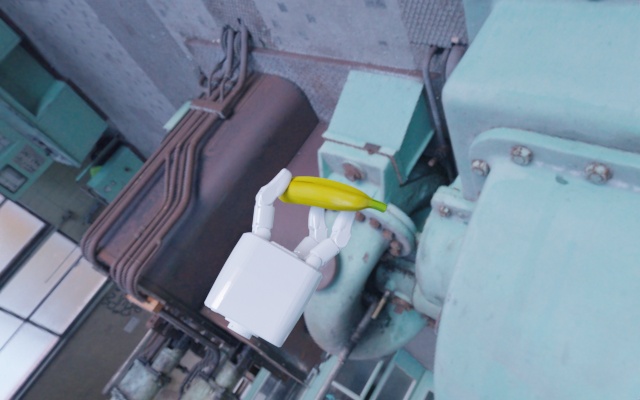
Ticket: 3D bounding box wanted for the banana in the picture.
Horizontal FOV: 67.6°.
[{"bbox_3d":[-0.008,-0.006,0.645,0.198,0.037,0.070,10,-21,45],"label":"banana"}]
